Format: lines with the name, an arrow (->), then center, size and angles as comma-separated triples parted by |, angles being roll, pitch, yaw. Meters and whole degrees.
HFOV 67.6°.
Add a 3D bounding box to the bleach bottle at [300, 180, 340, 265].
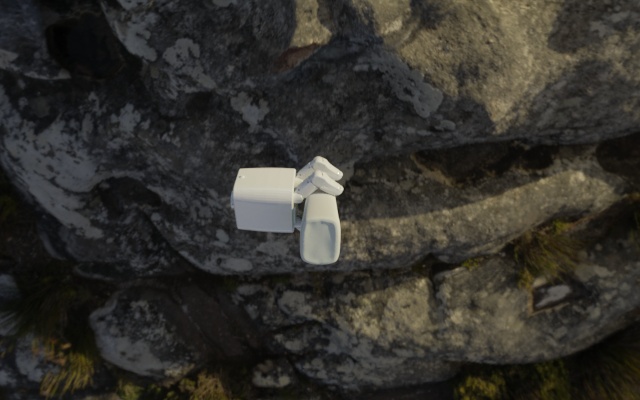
bleach bottle -> 0.000, 0.003, 0.893 | 0.068, 0.103, 0.250 | 2, 31, -1
